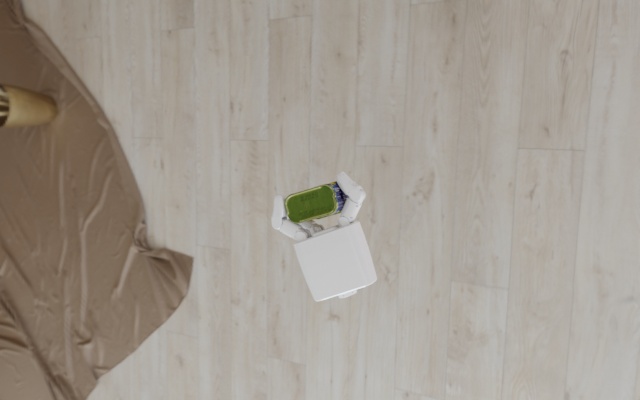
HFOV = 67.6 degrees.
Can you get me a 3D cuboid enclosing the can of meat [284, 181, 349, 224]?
[{"bbox_3d":[0.000,0.003,0.823,0.102,0.057,0.084,-17,-1,26],"label":"can of meat"}]
